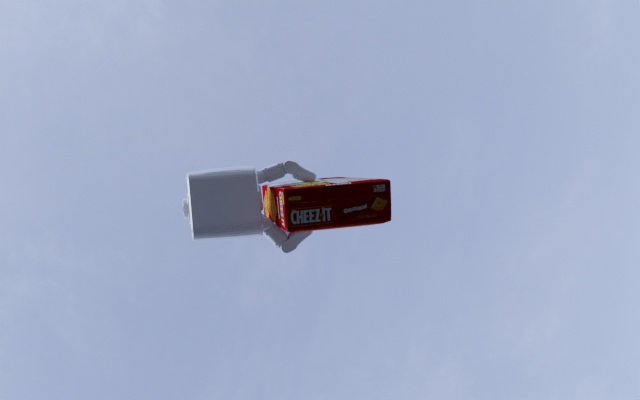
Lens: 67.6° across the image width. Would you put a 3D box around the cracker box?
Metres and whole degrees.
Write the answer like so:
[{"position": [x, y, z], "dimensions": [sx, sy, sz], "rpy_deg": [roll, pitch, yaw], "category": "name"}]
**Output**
[{"position": [0.000, 0.002, 0.787], "dimensions": [0.164, 0.072, 0.213], "rpy_deg": [-6, 5, -15], "category": "cracker box"}]
